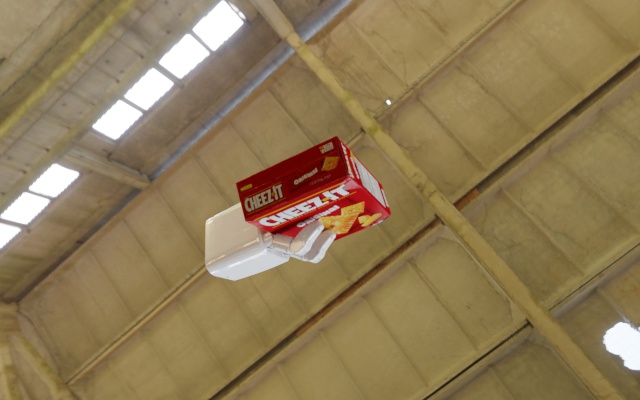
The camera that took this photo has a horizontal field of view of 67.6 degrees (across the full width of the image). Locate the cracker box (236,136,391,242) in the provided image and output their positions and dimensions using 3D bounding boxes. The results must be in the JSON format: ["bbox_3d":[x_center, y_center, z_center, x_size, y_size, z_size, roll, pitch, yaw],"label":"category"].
[{"bbox_3d":[0.000,0.002,0.732,0.164,0.072,0.214,-24,-24,16],"label":"cracker box"}]
